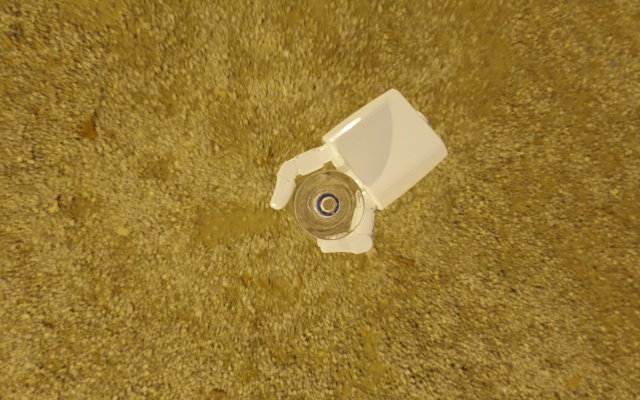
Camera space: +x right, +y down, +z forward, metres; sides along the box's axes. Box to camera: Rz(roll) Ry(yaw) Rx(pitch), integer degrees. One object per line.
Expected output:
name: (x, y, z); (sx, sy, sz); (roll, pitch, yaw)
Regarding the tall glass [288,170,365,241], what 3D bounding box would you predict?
tall glass: (0.000, 0.002, 0.597); (0.079, 0.079, 0.201); (0, 2, -6)
